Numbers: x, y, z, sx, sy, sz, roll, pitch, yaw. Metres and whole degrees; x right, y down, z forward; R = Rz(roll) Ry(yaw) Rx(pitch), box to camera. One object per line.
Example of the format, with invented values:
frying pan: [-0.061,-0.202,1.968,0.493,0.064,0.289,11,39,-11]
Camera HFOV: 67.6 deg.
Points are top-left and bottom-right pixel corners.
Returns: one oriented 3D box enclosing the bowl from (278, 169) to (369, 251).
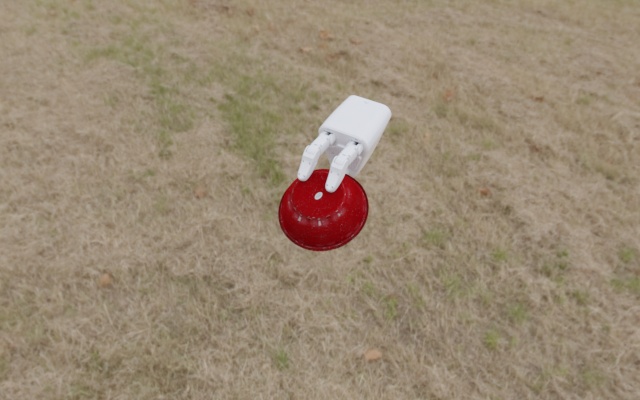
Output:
bowl: [0.000,0.004,0.815,0.162,0.162,0.055,0,-28,11]
